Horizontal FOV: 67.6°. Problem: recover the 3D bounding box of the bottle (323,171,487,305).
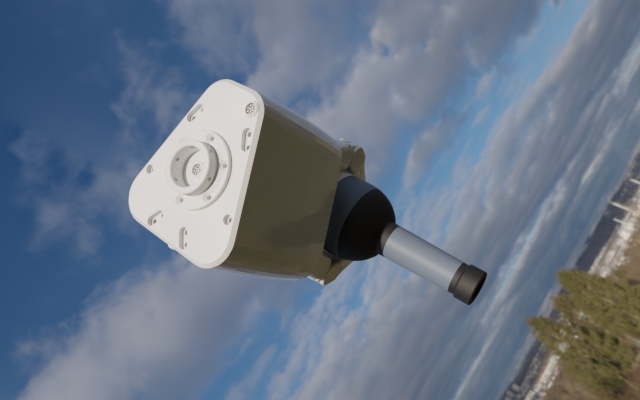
[{"bbox_3d":[0.000,0.001,0.413,0.295,0.069,0.069,29,14,28],"label":"bottle"}]
